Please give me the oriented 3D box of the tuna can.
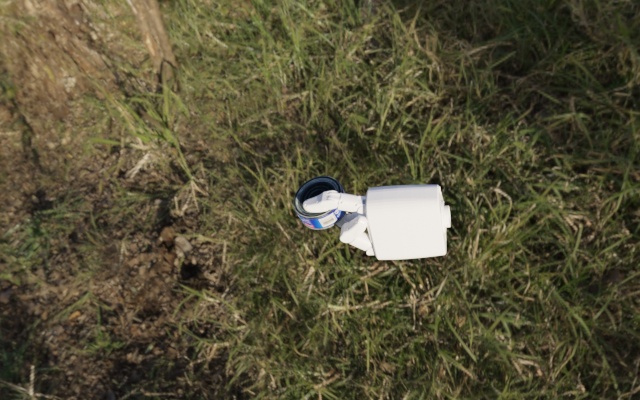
[{"bbox_3d":[0.000,0.002,0.769,0.086,0.086,0.034,0,-35,25],"label":"tuna can"}]
